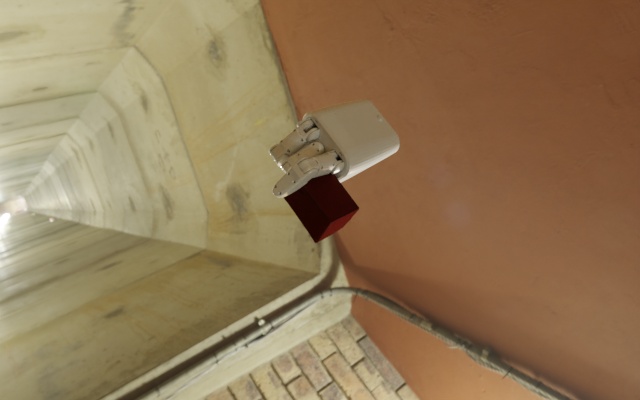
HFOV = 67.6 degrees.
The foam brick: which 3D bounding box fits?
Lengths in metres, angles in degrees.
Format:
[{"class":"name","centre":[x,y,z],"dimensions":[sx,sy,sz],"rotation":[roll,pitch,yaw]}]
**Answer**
[{"class":"foam brick","centre":[0.000,0.002,0.600],"dimensions":[0.051,0.078,0.053],"rotation":[-23,-19,-37]}]
